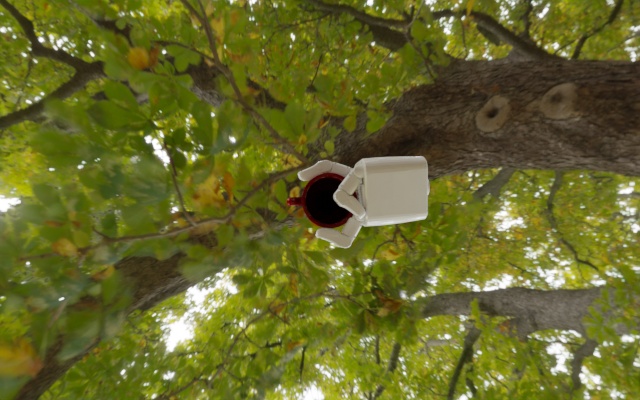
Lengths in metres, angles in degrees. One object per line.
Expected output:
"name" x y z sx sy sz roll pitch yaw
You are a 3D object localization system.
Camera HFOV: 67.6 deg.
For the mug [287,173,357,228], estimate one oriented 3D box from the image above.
"mug" -0.001 0.003 0.832 0.117 0.093 0.081 -3 -3 -5
